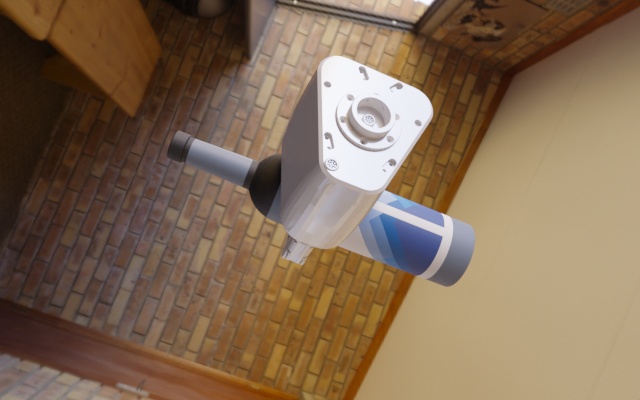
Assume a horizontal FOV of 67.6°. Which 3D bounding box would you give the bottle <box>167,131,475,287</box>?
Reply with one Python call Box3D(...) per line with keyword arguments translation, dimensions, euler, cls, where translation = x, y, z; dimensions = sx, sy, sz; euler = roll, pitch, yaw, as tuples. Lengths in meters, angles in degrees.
Box3D(translation=(0.000, 0.002, 0.458), dimensions=(0.296, 0.069, 0.069), euler=(21, -3, -7), cls="bottle")
